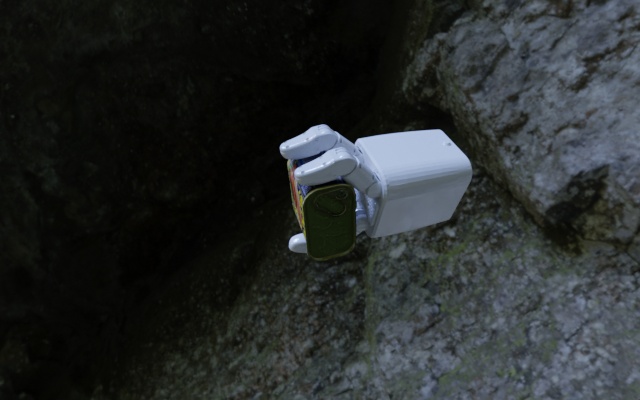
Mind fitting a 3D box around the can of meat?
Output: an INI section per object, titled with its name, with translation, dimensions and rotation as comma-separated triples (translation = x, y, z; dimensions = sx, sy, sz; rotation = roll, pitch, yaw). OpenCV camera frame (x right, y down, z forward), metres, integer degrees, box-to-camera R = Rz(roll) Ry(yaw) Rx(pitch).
[can of meat]
translation = 0.000, 0.002, 0.537
dimensions = 0.057, 0.102, 0.084
rotation = -13, 40, -10
